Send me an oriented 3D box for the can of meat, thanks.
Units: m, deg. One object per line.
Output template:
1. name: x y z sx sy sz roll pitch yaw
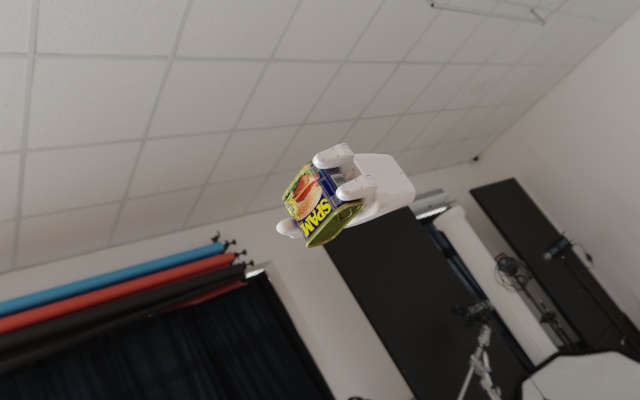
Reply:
1. can of meat: 0.000 0.002 0.661 0.057 0.084 0.102 -12 -28 -43
